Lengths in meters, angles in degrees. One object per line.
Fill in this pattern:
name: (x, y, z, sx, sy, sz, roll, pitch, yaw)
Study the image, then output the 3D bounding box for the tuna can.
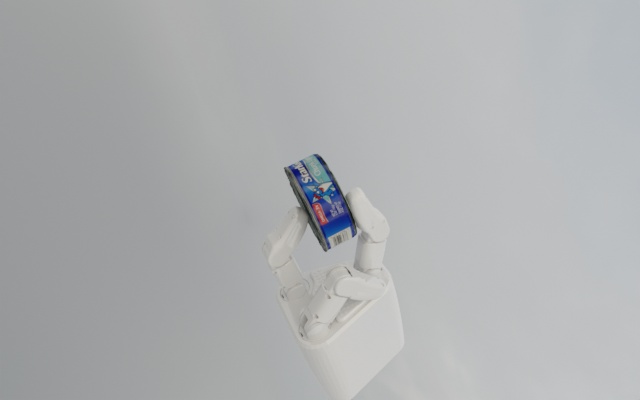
tuna can: (0.001, 0.001, 0.436, 0.034, 0.086, 0.086, -26, 3, -6)
